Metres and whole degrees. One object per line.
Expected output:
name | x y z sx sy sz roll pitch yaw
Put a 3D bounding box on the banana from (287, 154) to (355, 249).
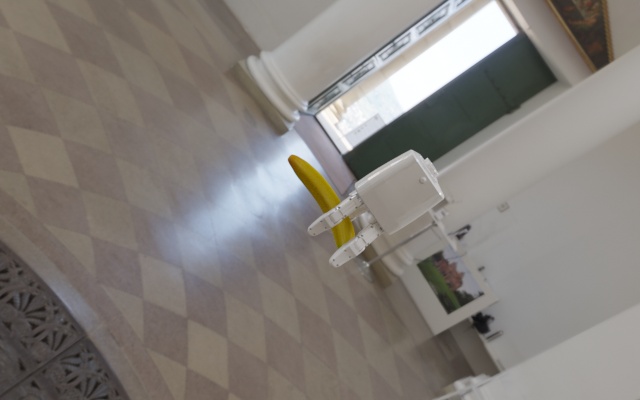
banana | 0.009 0.006 0.803 0.037 0.197 0.069 -33 -14 21
